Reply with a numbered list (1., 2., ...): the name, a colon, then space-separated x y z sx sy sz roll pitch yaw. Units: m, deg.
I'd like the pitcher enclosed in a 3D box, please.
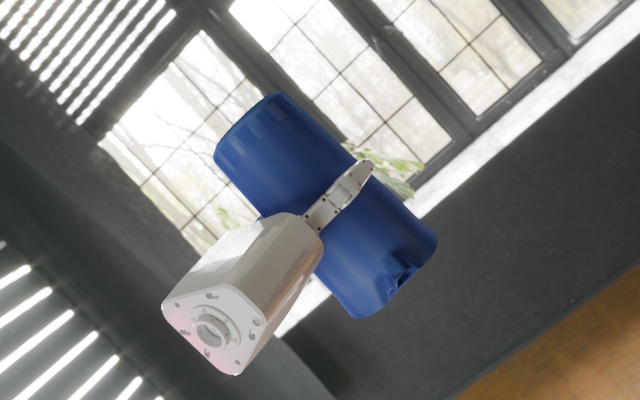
1. pitcher: 0.000 0.002 0.538 0.149 0.243 0.145 -39 7 41
